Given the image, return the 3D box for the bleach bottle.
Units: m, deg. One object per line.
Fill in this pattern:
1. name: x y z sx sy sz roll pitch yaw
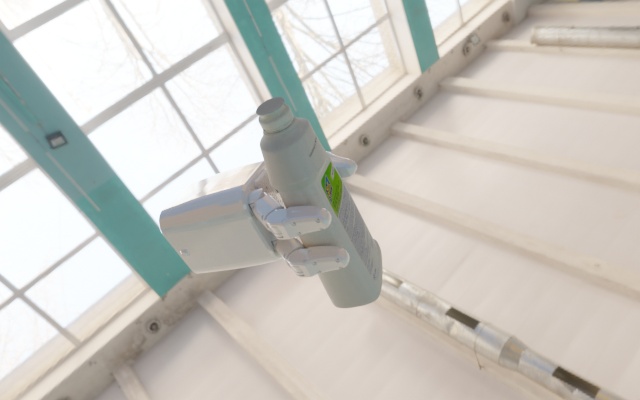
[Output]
1. bleach bottle: 0.000 0.002 0.501 0.068 0.251 0.102 -14 38 15
